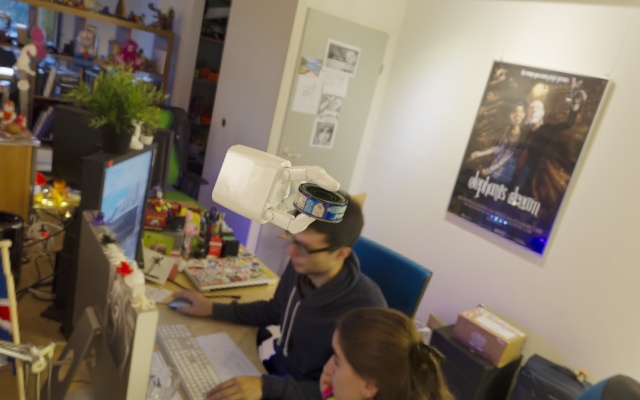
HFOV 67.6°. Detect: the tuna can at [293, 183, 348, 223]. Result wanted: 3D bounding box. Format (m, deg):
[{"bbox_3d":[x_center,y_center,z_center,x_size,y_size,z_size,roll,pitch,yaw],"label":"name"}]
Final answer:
[{"bbox_3d":[0.000,0.002,0.778,0.086,0.034,0.086,18,17,-6],"label":"tuna can"}]
